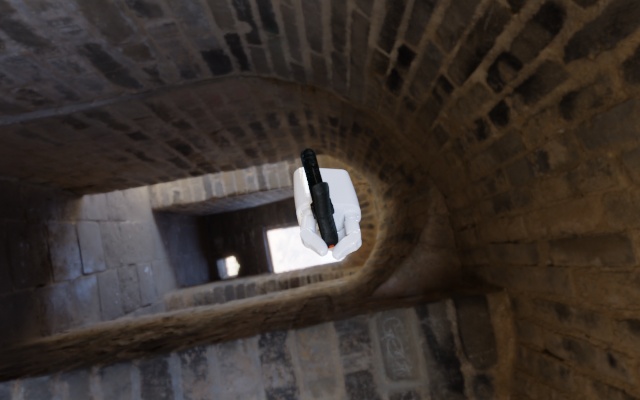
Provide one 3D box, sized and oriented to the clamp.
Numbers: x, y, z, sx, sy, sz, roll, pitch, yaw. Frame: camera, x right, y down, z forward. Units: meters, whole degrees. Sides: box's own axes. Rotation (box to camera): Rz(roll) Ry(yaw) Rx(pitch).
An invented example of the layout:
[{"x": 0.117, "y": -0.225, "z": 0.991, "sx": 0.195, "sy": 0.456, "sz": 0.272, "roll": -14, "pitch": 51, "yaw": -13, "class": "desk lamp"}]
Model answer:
[{"x": 0.001, "y": 0.003, "z": 0.767, "sx": 0.039, "sy": 0.172, "sz": 0.120, "roll": -10, "pitch": 43, "yaw": -1, "class": "clamp"}]
